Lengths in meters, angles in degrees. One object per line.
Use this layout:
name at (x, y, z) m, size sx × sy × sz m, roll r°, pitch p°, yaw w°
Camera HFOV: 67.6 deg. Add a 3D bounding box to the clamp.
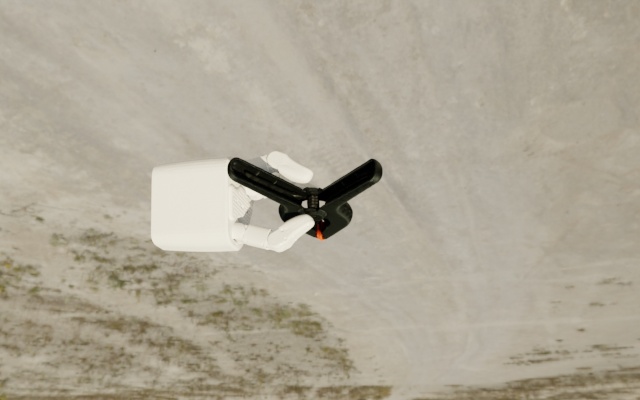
clamp at (0.000, 0.003, 0.578) m, size 0.164 × 0.036 × 0.210 m, roll -1°, pitch -24°, yaw 13°
